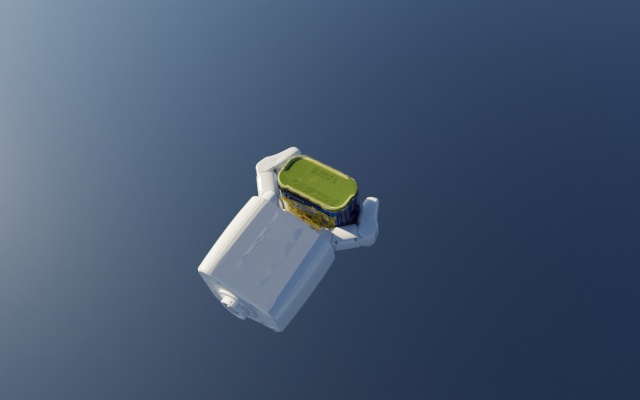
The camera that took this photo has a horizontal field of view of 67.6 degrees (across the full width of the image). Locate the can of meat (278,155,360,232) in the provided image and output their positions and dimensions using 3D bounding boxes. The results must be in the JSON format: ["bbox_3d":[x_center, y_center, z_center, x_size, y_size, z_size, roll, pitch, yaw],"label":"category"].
[{"bbox_3d":[0.000,0.002,0.579,0.102,0.057,0.084,27,-28,23],"label":"can of meat"}]
